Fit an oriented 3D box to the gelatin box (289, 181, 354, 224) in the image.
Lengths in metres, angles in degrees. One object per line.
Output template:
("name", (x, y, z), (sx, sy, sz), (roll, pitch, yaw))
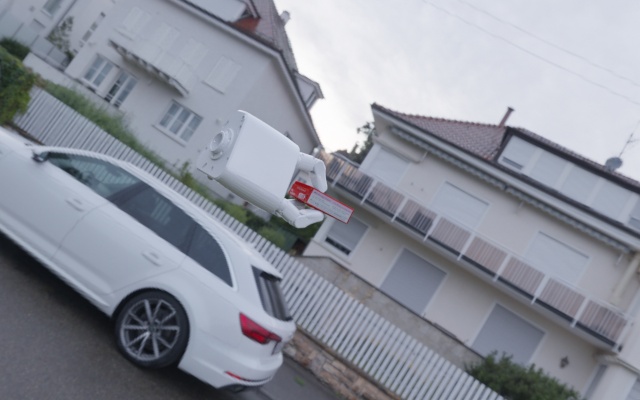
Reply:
("gelatin box", (0.001, 0.002, 0.786), (0.089, 0.030, 0.073), (27, -1, -27))
